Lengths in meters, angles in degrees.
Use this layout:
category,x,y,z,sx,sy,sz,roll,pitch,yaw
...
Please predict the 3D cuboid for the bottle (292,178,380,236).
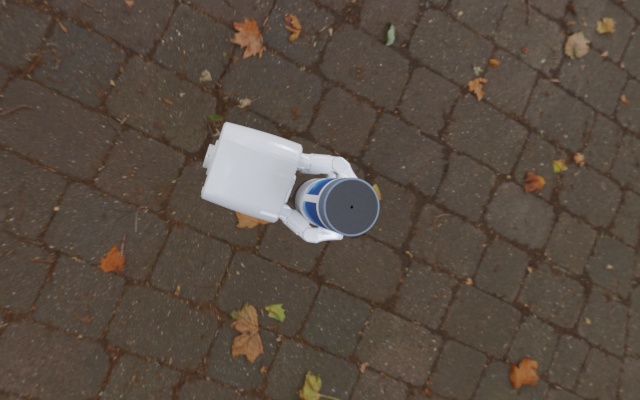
category,x,y,z,sx,sy,sz,roll,pitch,yaw
bottle,0.000,0.002,0.678,0.069,0.069,0.295,0,2,-14
